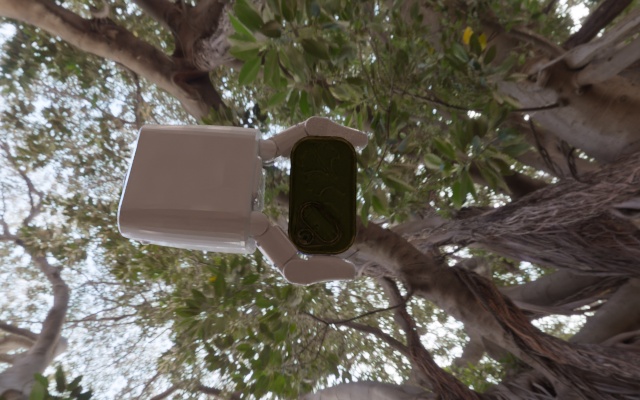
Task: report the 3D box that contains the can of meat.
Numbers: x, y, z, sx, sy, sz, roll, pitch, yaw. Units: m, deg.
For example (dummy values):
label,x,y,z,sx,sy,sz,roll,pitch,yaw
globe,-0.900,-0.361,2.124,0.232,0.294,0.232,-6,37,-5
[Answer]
label,x,y,z,sx,sy,sz,roll,pitch,yaw
can of meat,0.000,0.001,0.441,0.057,0.102,0.084,1,-10,-3
